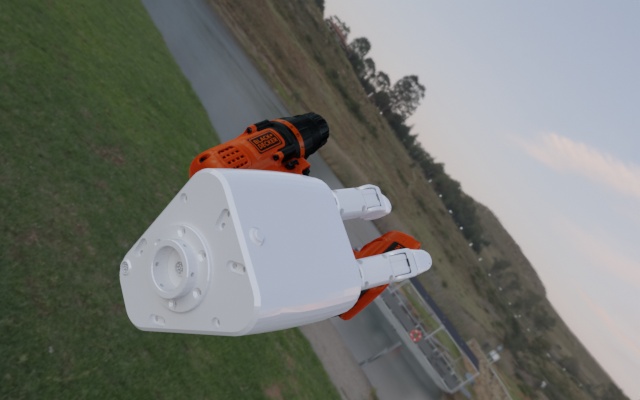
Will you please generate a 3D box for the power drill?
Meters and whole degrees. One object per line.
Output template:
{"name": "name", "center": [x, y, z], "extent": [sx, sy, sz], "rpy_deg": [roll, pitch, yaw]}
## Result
{"name": "power drill", "center": [0.000, 0.002, 0.438], "extent": [0.184, 0.187, 0.057], "rpy_deg": [-36, -13, -50]}
